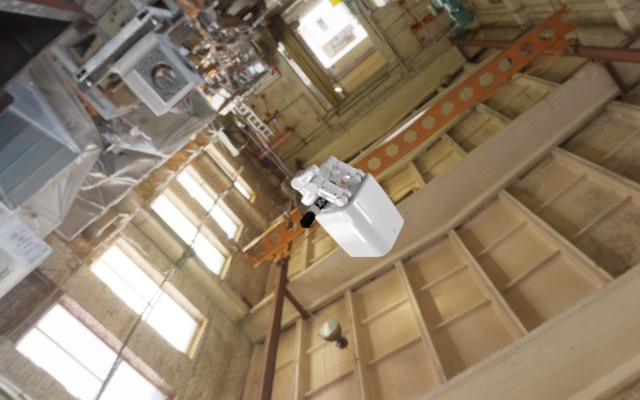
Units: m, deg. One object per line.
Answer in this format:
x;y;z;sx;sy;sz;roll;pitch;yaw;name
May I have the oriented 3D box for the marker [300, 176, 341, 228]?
0.000;0.002;0.774;0.020;0.020;0.121;0;38;34;marker
